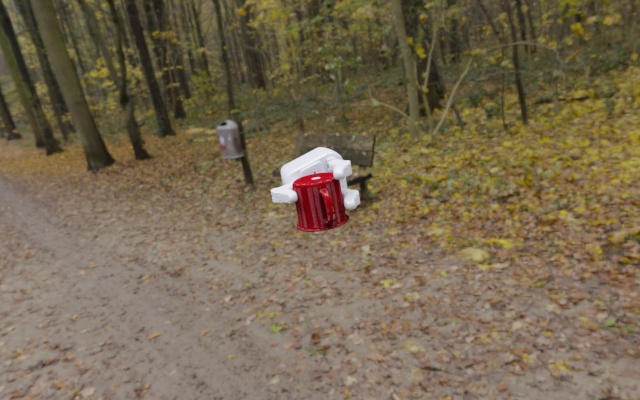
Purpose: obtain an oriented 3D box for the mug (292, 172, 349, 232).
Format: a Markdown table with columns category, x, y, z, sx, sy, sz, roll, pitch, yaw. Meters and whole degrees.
| category | x | y | z | sx | sy | sz | roll | pitch | yaw |
| --- | --- | --- | --- | --- | --- | --- | --- | --- | --- |
| mug | 0.000 | 0.003 | 0.806 | 0.093 | 0.081 | 0.117 | -13 | 15 | -10 |
